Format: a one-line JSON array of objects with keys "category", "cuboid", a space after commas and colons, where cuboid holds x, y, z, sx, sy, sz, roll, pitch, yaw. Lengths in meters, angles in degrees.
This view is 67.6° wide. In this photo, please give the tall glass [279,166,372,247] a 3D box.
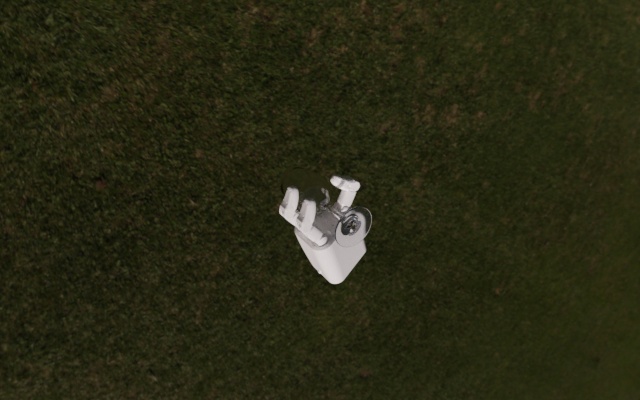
[{"category": "tall glass", "cuboid": [0.001, 0.003, 0.846, 0.079, 0.079, 0.201, 0, 25, -37]}]
